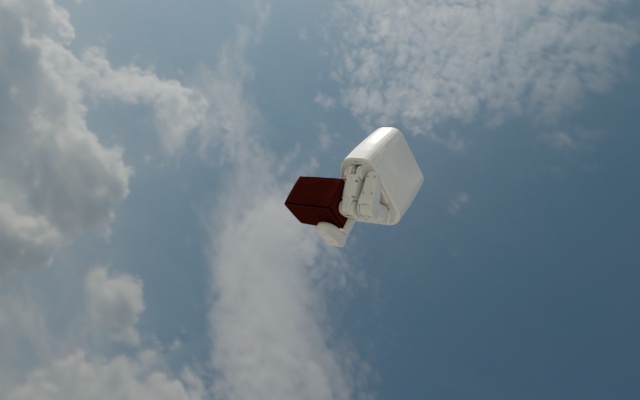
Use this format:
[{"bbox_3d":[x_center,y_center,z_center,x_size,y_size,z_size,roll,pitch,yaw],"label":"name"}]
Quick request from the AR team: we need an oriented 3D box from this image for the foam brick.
[{"bbox_3d":[0.000,0.002,0.681,0.078,0.051,0.053,6,-32,34],"label":"foam brick"}]
